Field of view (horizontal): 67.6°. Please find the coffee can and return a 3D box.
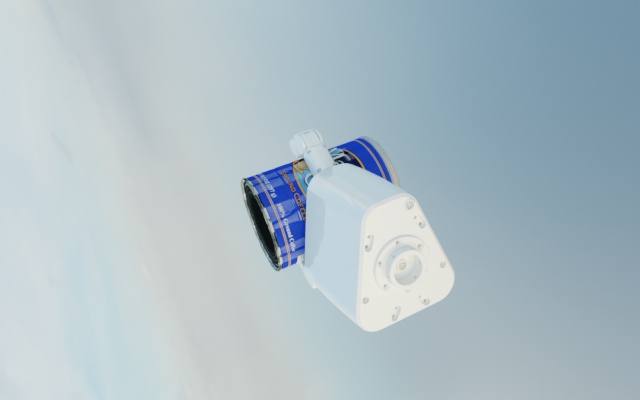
[{"bbox_3d":[0.000,0.002,0.506,0.140,0.103,0.103,-21,6,-16],"label":"coffee can"}]
